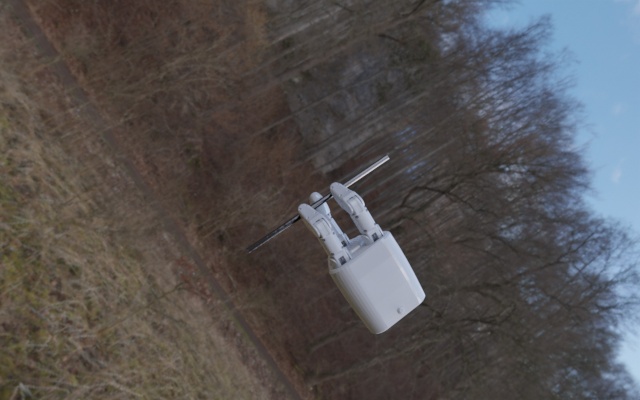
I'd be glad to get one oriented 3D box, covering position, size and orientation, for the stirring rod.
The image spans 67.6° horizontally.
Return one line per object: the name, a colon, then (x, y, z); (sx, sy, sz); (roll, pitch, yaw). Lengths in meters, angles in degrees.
stirring rod: (0.000, 0.002, 0.664); (0.239, 0.011, 0.011); (-34, 9, -14)
